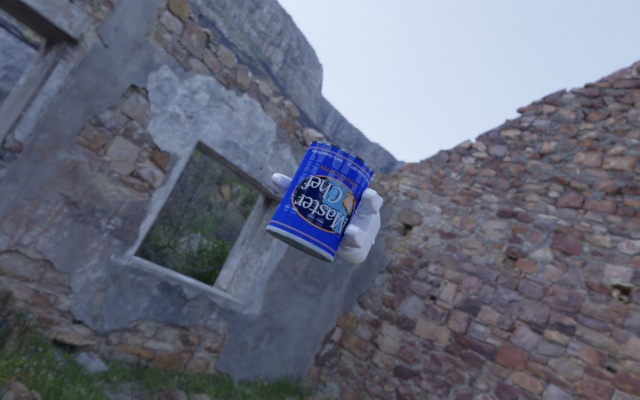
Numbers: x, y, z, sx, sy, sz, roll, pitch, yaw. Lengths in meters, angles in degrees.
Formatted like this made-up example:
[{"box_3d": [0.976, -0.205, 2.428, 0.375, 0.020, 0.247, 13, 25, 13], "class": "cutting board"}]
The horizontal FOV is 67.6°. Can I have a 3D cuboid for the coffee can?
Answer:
[{"box_3d": [0.000, 0.002, 0.670, 0.103, 0.140, 0.103, 25, -11, 5], "class": "coffee can"}]
